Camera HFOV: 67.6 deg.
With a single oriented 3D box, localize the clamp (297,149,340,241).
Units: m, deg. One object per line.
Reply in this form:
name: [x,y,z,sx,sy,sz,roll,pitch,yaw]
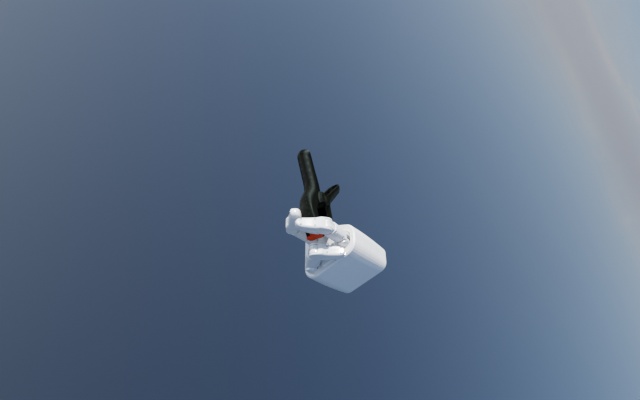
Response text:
clamp: [0.001,0.003,0.846,0.039,0.171,0.120,-24,-40,32]
